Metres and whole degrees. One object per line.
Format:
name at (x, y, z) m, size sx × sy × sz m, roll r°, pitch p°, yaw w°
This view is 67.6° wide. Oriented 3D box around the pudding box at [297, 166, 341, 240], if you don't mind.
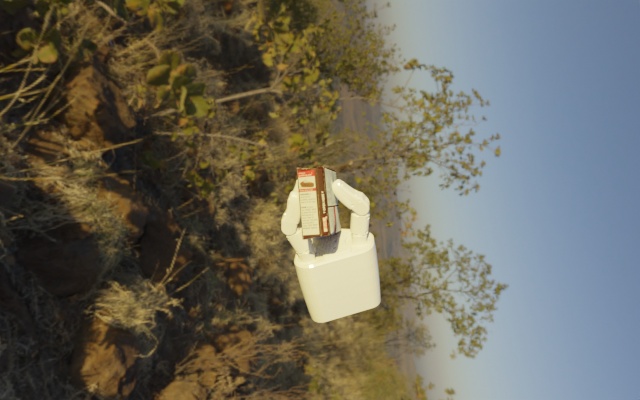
pudding box at (0.000, 0.002, 0.635) m, size 0.039 × 0.090 × 0.113 m, roll -6°, pitch -1°, yaw 8°
